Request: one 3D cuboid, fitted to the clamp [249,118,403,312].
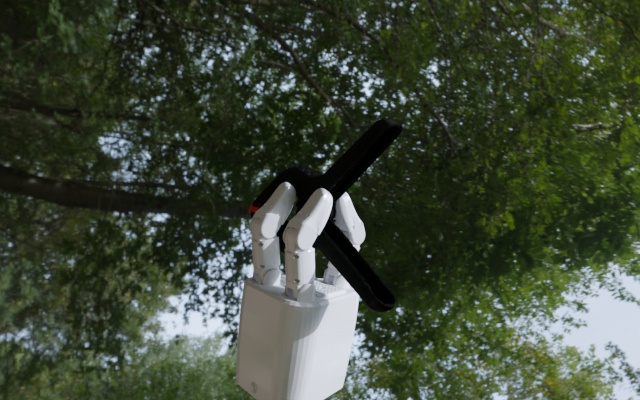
[{"bbox_3d":[0.000,0.002,0.472,0.036,0.164,0.210,4,5,-42],"label":"clamp"}]
